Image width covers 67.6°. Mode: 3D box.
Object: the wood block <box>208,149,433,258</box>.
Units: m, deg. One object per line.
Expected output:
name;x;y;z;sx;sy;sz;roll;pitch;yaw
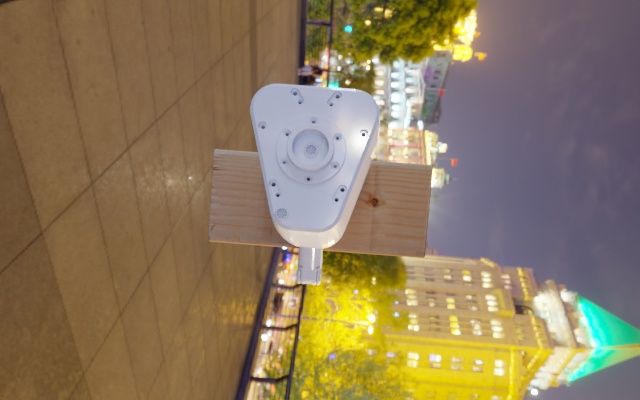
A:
wood block;0.000;0.002;0.490;0.206;0.091;0.090;5;2;2
